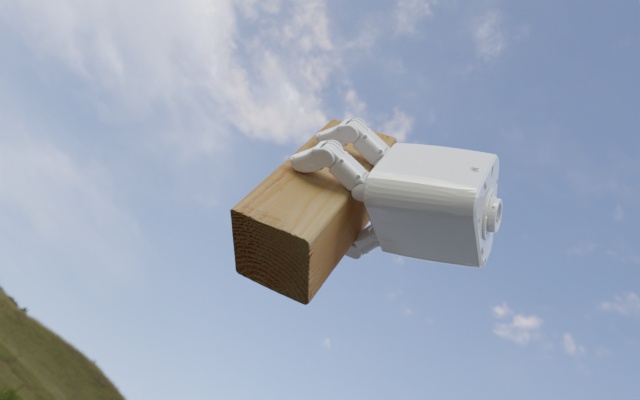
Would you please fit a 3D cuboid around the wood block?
[{"bbox_3d":[0.000,0.002,0.529,0.090,0.091,0.206,21,41,21],"label":"wood block"}]
